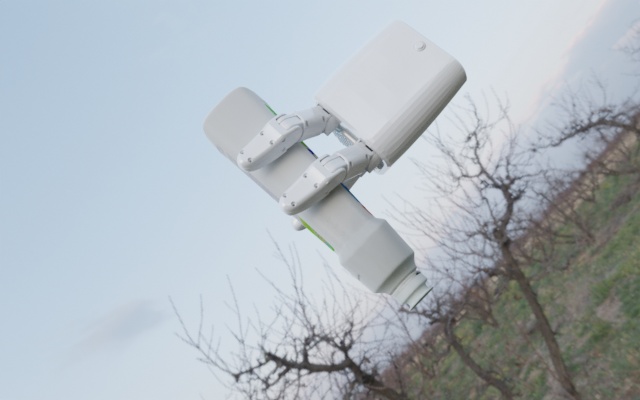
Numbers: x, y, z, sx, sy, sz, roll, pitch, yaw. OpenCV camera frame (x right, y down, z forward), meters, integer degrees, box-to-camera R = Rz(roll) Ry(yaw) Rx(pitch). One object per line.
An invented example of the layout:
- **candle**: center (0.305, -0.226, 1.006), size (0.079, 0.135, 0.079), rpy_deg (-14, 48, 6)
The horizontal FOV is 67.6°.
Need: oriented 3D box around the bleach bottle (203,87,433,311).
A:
- **bleach bottle**: center (0.000, 0.001, 0.441), size (0.250, 0.068, 0.102), rpy_deg (44, -1, 20)
